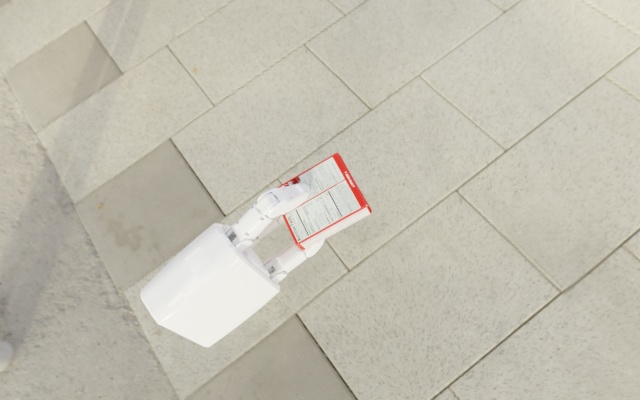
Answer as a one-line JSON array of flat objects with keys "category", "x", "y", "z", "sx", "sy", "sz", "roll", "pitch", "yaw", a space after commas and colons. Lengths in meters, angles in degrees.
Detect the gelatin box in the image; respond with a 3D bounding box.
[{"category": "gelatin box", "x": 0.000, "y": 0.001, "z": 0.522, "sx": 0.089, "sy": 0.073, "sz": 0.030, "roll": -30, "pitch": -24, "yaw": 5}]
